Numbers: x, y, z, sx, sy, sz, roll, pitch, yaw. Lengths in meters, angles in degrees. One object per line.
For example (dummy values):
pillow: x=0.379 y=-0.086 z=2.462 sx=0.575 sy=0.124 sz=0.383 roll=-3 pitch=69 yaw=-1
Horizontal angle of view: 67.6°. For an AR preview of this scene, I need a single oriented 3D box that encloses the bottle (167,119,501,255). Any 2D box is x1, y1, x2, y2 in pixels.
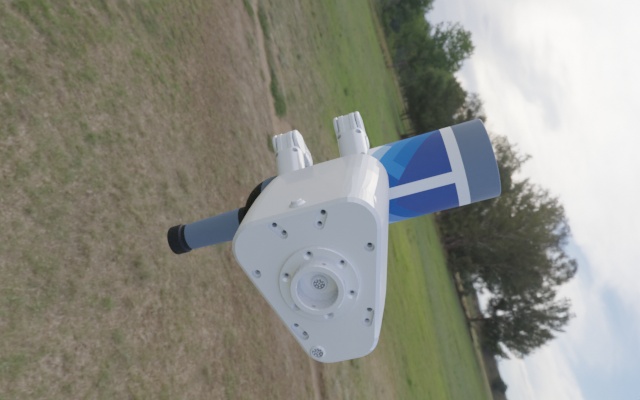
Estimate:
bottle: x=0.000 y=0.001 z=0.425 sx=0.296 sy=0.069 sz=0.069 roll=-15 pitch=-3 yaw=12
